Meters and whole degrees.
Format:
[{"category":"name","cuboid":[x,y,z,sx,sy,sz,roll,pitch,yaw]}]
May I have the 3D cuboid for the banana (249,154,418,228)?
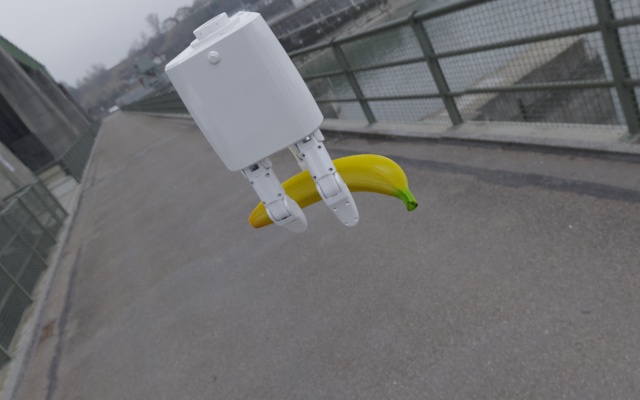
[{"category":"banana","cuboid":[0.008,-0.012,0.500,0.198,0.069,0.037,-10,-49,32]}]
